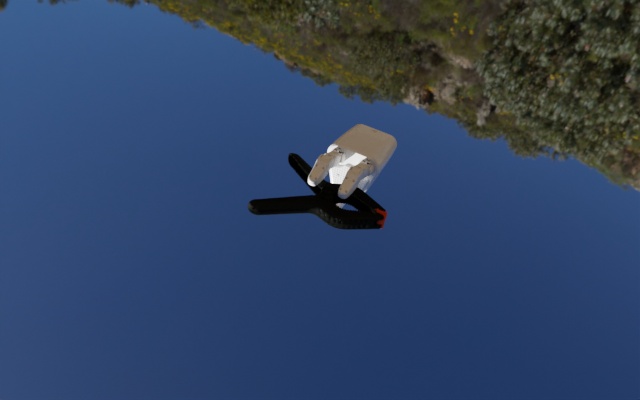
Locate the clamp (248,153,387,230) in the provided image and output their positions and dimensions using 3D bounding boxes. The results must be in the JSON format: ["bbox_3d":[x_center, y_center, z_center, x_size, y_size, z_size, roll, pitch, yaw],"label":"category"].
[{"bbox_3d":[0.001,0.003,0.765,0.210,0.036,0.164,24,43,16],"label":"clamp"}]
